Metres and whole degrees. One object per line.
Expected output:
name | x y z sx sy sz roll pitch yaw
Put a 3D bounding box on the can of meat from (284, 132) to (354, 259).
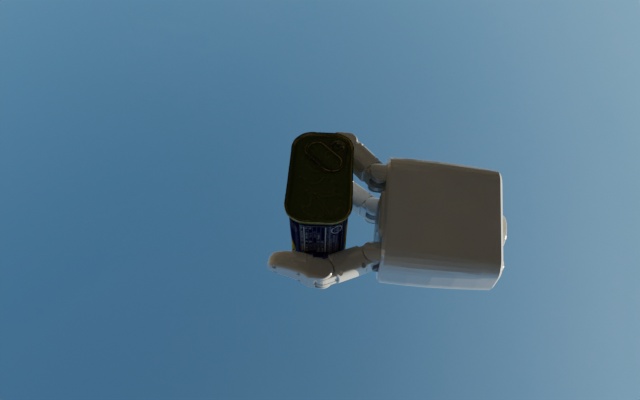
can of meat | 0.000 0.002 0.448 0.057 0.102 0.084 2 -36 2
